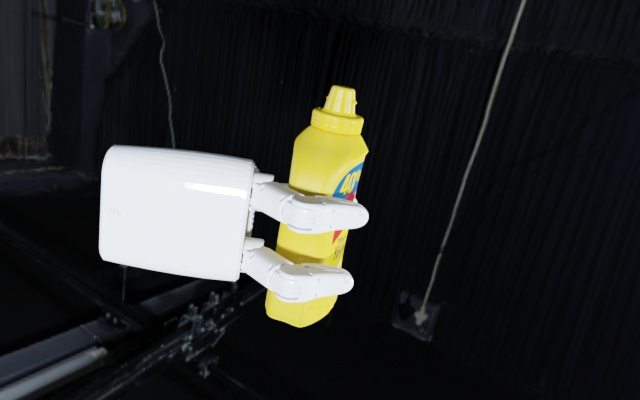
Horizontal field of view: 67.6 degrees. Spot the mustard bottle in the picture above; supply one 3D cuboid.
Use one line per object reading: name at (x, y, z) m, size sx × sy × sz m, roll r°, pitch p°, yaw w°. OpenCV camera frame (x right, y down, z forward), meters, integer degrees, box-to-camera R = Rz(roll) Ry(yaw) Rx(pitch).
mustard bottle at (0.000, 0.002, 0.400) m, size 0.058 × 0.192 × 0.096 m, roll 16°, pitch 19°, yaw 16°
